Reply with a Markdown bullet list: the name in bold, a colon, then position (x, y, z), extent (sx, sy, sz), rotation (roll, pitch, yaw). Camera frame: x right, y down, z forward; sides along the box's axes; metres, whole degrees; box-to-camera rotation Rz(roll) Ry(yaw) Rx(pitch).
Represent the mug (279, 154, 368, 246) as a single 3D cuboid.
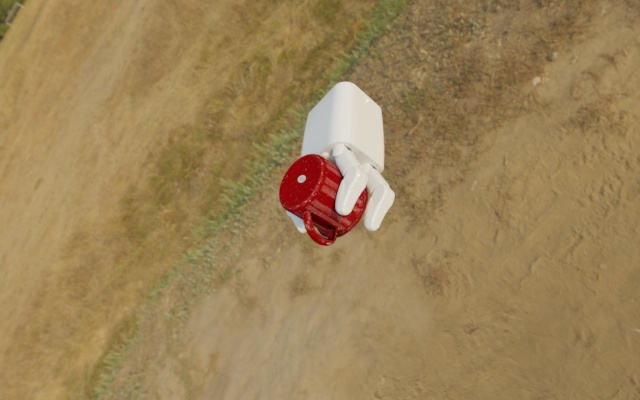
- **mug**: position (0.000, 0.003, 0.613), extent (0.093, 0.117, 0.081), rotation (-22, -39, 37)
